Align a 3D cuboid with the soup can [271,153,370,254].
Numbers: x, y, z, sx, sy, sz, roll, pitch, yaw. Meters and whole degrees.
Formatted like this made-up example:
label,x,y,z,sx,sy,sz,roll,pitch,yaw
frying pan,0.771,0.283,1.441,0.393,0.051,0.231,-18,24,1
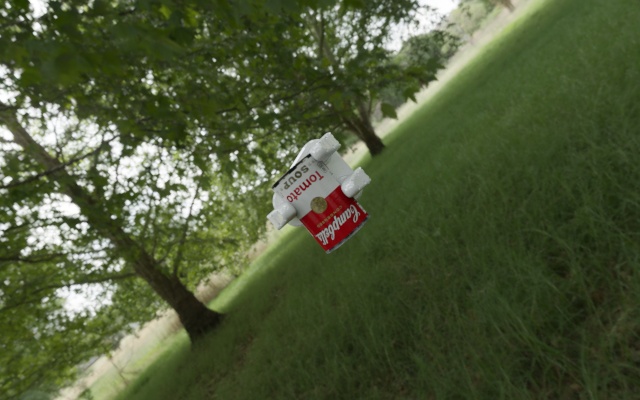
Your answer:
label,x,y,z,sx,sy,sz,roll,pitch,yaw
soup can,0.000,0.002,0.559,0.068,0.102,0.068,-41,2,1
